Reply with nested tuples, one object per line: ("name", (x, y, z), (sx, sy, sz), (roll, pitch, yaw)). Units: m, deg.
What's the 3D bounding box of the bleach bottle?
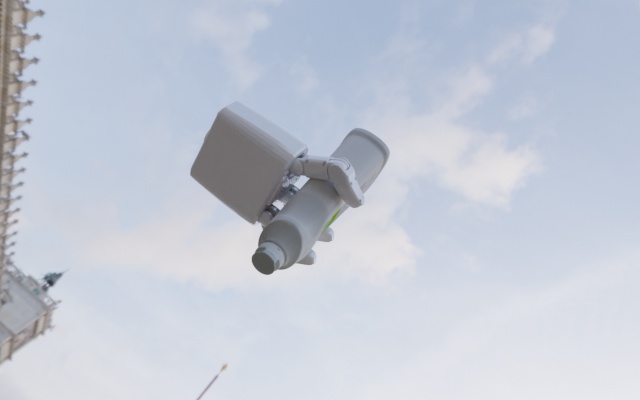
("bleach bottle", (0.000, 0.002, 0.577), (0.068, 0.103, 0.250), (36, 39, 7))
